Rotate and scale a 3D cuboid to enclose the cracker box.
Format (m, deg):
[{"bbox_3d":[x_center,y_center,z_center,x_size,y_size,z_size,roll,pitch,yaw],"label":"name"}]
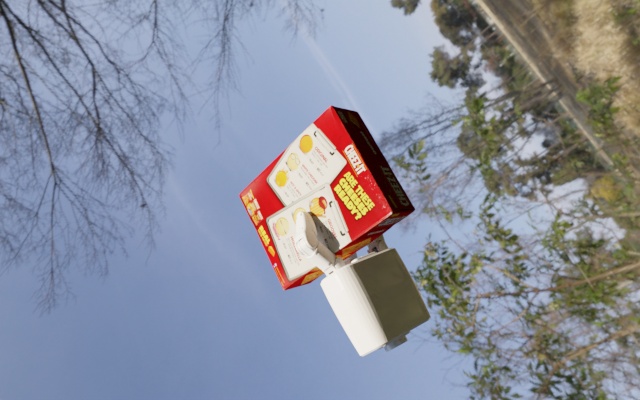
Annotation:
[{"bbox_3d":[0.000,0.002,0.661,0.214,0.164,0.072,-39,-21,33],"label":"cracker box"}]
